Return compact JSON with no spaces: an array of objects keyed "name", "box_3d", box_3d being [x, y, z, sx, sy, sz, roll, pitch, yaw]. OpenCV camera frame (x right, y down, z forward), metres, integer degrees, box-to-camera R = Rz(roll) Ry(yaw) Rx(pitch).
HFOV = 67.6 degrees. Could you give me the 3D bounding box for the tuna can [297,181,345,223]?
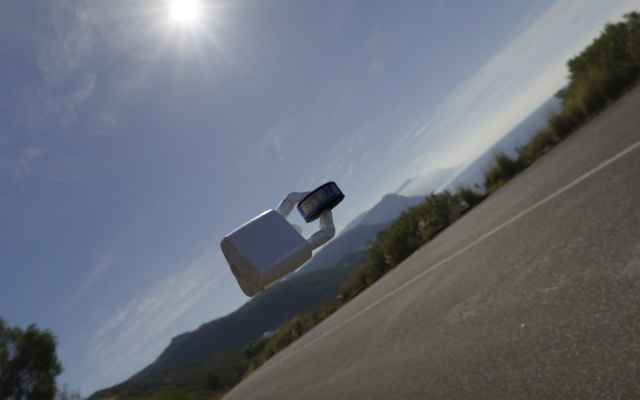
[{"name":"tuna can","box_3d":[0.000,0.002,0.862,0.086,0.033,0.086,-34,-11,-8]}]
